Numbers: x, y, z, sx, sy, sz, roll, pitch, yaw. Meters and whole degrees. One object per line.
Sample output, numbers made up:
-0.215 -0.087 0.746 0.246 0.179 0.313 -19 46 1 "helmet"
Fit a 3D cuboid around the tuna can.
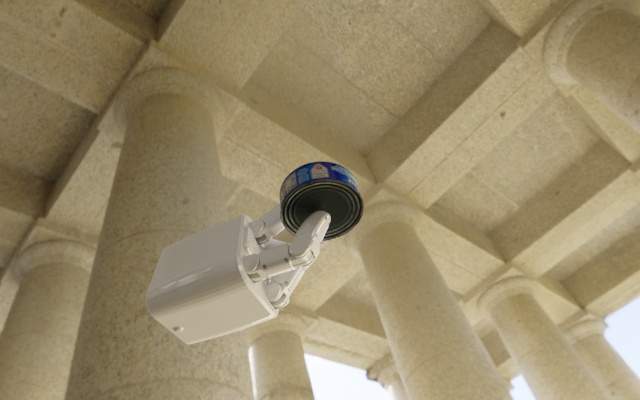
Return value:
0.000 0.001 0.497 0.086 0.086 0.033 0 42 -9 "tuna can"
